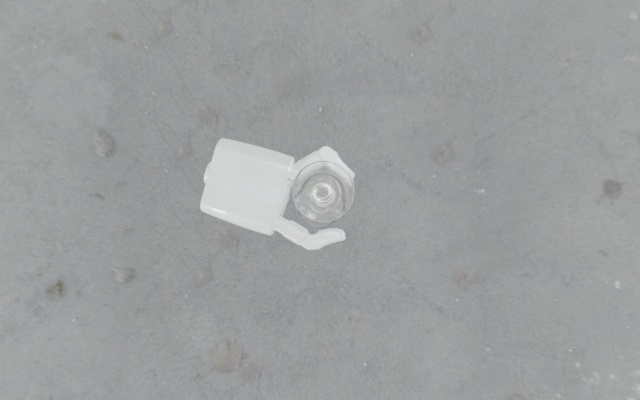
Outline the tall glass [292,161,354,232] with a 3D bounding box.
[{"bbox_3d":[0.000,0.002,0.667,0.079,0.079,0.201,0,-8,-2],"label":"tall glass"}]
